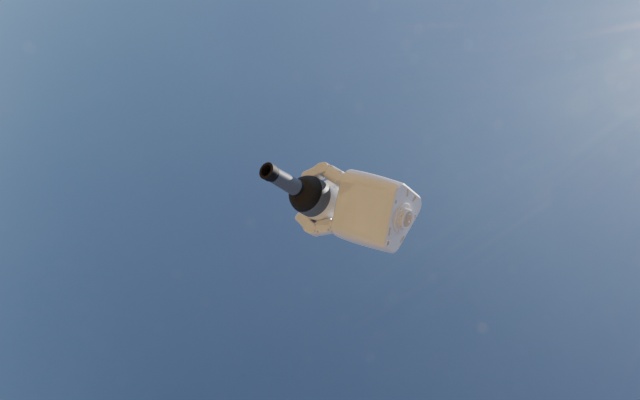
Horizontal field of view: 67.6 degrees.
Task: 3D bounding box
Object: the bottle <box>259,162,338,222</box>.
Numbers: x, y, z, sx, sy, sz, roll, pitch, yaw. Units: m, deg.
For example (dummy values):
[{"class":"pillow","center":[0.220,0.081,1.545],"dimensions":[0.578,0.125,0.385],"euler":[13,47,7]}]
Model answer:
[{"class":"bottle","center":[0.000,0.003,0.831],"dimensions":[0.069,0.069,0.296],"euler":[0,-19,36]}]
